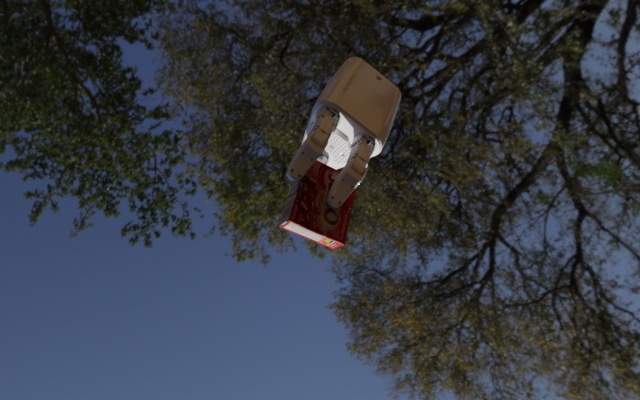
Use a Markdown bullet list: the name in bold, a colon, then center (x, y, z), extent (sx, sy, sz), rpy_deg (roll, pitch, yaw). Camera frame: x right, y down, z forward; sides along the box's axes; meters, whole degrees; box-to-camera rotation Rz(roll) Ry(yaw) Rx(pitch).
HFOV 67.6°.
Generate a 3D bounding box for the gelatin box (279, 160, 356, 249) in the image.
- **gelatin box**: center (0.000, 0.002, 0.553), extent (0.073, 0.089, 0.030), rpy_deg (25, -29, -20)
